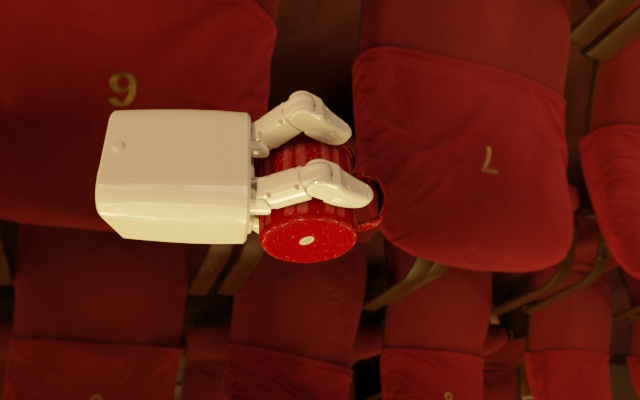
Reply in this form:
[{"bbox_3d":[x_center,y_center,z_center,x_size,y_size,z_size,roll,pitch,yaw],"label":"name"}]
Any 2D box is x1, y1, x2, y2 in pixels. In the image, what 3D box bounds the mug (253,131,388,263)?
[{"bbox_3d":[0.001,0.002,0.410,0.117,0.081,0.093,1,-33,-9],"label":"mug"}]
